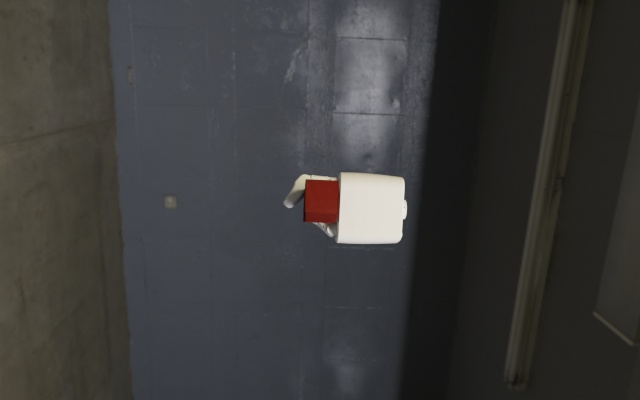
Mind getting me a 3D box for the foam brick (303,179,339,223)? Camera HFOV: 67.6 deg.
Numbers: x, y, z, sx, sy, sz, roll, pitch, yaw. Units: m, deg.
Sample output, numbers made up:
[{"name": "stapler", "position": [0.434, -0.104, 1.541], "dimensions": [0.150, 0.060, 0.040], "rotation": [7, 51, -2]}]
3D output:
[{"name": "foam brick", "position": [0.000, 0.002, 0.735], "dimensions": [0.051, 0.053, 0.078], "rotation": [3, -13, -1]}]
